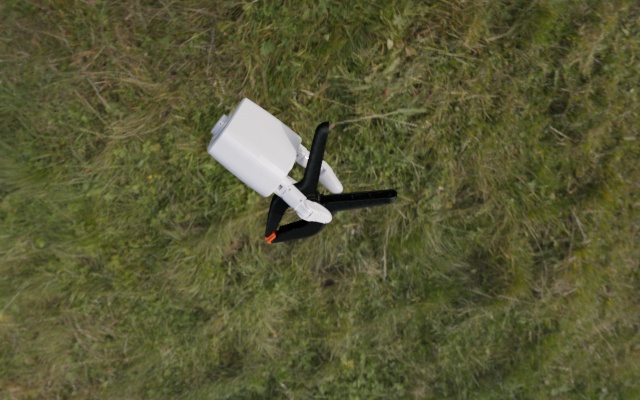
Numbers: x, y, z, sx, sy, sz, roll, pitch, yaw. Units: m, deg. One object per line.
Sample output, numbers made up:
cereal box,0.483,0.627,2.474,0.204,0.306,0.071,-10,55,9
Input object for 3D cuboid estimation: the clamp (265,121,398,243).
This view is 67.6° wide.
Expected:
clamp,0.000,0.003,0.724,0.164,0.210,0.036,37,24,-18
